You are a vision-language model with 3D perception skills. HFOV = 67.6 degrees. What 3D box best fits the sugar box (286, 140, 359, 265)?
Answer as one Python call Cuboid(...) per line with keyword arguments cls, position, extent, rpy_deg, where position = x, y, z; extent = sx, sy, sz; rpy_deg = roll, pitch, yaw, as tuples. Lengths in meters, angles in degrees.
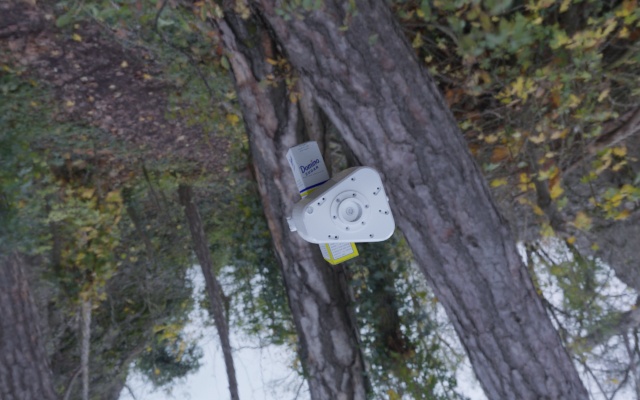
Cuboid(cls="sugar box", position=(0.001, 0.002, 0.709), extent=(0.048, 0.176, 0.093), rpy_deg=(-18, 2, -8))
